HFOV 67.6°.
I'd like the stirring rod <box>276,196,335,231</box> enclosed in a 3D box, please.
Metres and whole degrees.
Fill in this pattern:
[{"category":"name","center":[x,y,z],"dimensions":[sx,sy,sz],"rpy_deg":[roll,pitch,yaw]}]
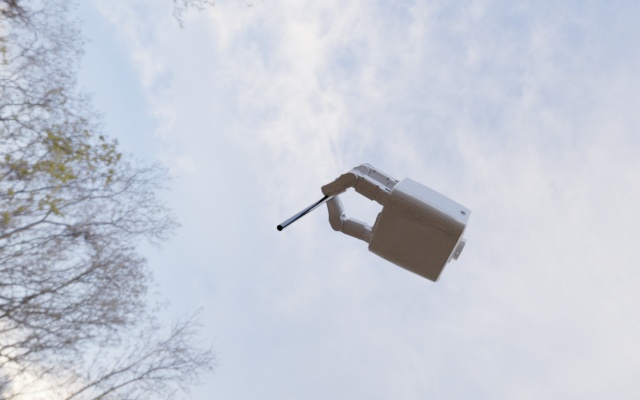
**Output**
[{"category":"stirring rod","center":[0.000,0.002,0.638],"dimensions":[0.011,0.011,0.239],"rpy_deg":[0,14,23]}]
